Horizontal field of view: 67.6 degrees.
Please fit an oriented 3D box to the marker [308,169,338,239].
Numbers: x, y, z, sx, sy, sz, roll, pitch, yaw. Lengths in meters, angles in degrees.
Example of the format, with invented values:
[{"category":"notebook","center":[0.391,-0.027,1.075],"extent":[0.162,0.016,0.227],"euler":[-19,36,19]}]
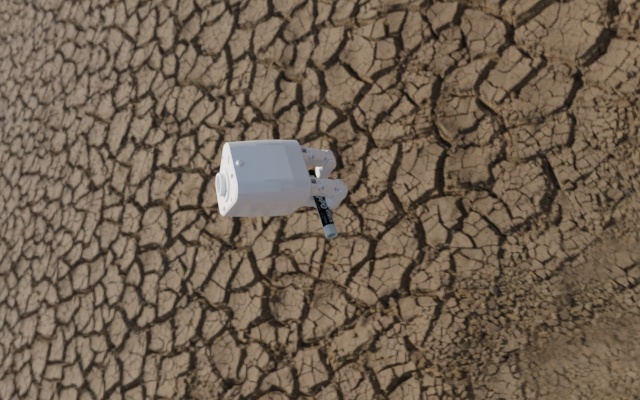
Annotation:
[{"category":"marker","center":[0.000,0.002,0.734],"extent":[0.020,0.121,0.020],"euler":[-14,-29,-8]}]
